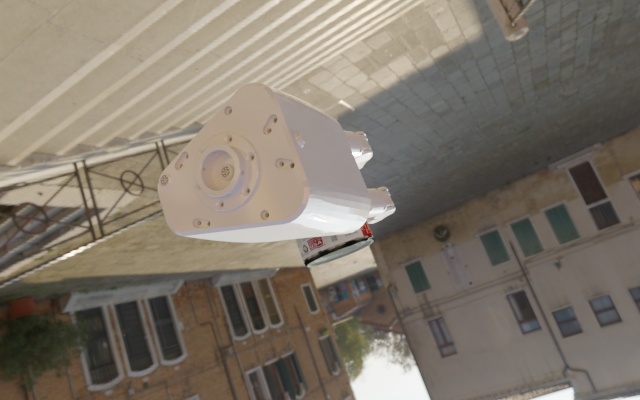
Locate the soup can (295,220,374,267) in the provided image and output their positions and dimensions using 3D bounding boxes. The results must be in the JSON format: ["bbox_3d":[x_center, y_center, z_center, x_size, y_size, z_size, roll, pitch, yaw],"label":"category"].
[{"bbox_3d":[0.000,0.002,0.435,0.068,0.102,0.068,-20,-13,-5],"label":"soup can"}]
